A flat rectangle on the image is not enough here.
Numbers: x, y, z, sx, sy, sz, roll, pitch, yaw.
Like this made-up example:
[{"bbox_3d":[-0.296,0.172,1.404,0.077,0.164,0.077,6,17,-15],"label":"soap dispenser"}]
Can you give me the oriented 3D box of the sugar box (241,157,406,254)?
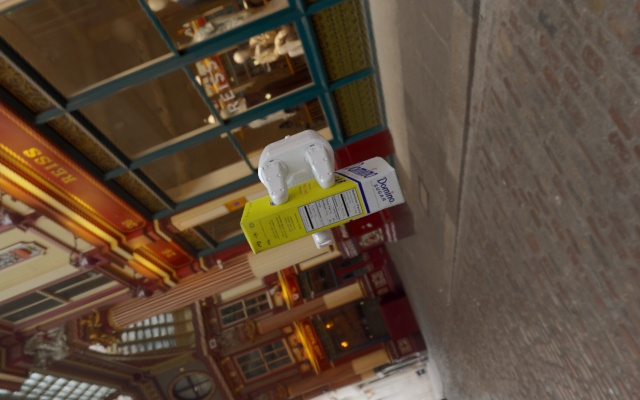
[{"bbox_3d":[0.000,0.001,0.551,0.176,0.048,0.093,-22,16,0],"label":"sugar box"}]
